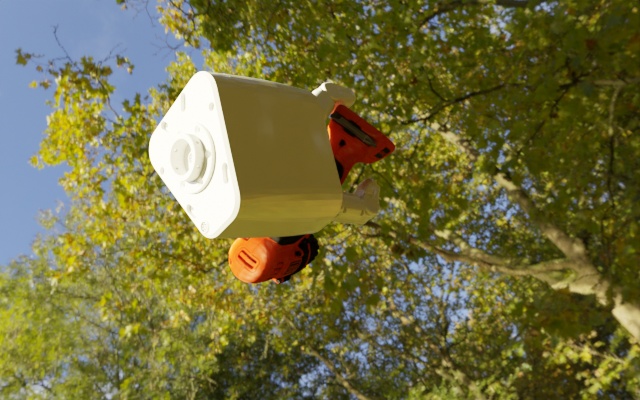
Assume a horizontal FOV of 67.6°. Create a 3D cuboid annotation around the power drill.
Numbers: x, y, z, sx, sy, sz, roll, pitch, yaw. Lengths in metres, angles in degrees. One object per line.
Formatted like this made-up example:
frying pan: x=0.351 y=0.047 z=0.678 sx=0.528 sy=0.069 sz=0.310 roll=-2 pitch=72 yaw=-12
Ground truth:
power drill: x=0.000 y=0.001 z=0.494 sx=0.057 sy=0.187 sz=0.184 roll=37 pitch=8 yaw=12
